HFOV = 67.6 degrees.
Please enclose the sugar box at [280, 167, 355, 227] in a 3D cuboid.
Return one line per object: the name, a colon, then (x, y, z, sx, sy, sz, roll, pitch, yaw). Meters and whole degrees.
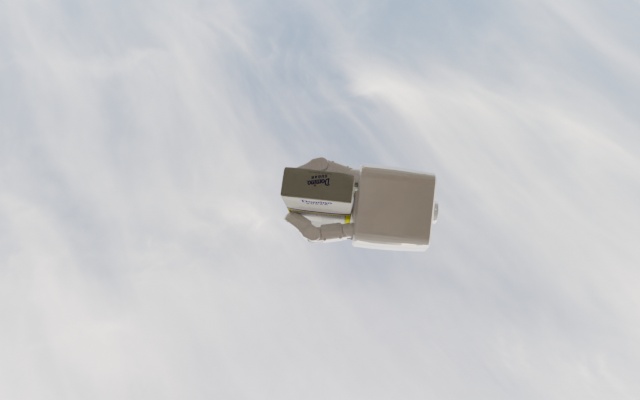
sugar box: (0.000, 0.002, 0.683, 0.093, 0.048, 0.176, 6, -17, 4)
